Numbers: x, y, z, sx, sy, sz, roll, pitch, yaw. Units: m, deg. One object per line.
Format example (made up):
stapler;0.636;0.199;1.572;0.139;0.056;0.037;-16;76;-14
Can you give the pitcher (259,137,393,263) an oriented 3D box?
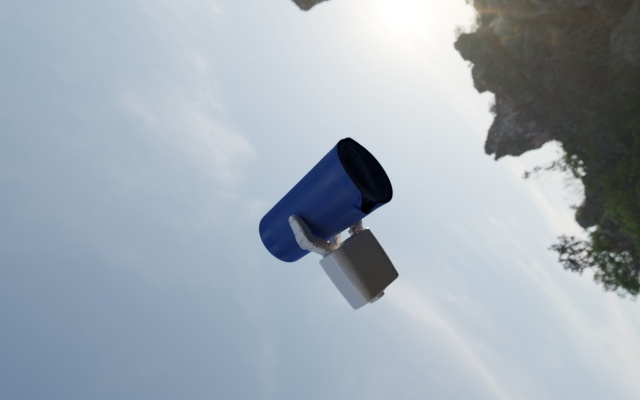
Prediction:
pitcher;0.000;0.003;0.863;0.243;0.145;0.149;-39;-6;31
